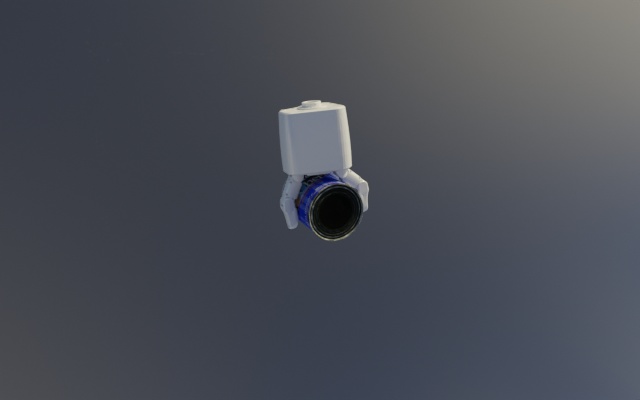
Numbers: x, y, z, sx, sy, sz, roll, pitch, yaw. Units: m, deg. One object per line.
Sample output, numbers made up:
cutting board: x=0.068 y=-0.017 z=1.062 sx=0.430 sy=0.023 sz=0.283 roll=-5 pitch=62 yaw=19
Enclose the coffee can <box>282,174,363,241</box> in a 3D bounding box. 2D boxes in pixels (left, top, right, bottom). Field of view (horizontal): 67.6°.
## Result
coffee can: x=0.000 y=0.003 z=0.866 sx=0.103 sy=0.103 sz=0.140 roll=0 pitch=15 yaw=-24
